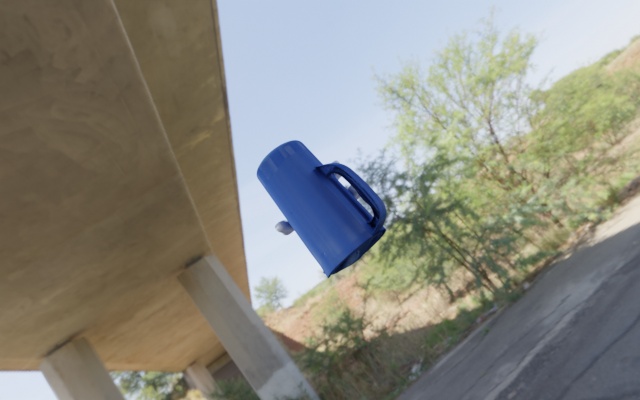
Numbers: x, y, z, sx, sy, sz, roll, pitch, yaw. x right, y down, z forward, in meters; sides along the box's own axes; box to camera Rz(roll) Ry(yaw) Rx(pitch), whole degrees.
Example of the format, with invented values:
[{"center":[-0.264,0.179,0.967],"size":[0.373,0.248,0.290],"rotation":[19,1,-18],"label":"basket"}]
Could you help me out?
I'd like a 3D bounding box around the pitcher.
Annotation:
[{"center":[0.000,0.003,0.860],"size":[0.149,0.242,0.145],"rotation":[-38,-14,-7],"label":"pitcher"}]
